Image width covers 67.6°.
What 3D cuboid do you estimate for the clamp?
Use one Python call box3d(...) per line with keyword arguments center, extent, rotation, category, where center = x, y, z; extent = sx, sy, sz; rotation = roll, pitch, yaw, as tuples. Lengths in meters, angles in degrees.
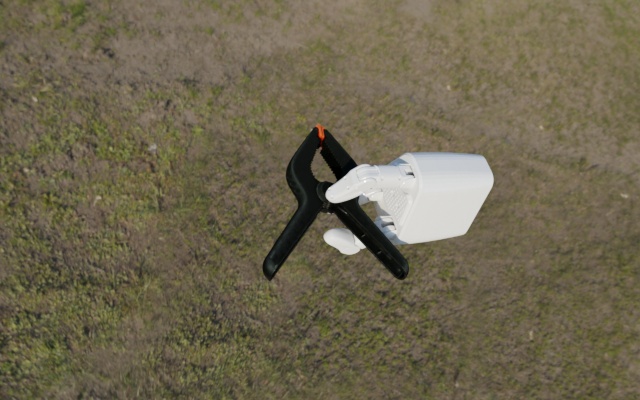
box3d(center=(0.000, 0.001, 0.553), extent=(0.164, 0.210, 0.036), rotation=(-3, -30, -22), category="clamp")
